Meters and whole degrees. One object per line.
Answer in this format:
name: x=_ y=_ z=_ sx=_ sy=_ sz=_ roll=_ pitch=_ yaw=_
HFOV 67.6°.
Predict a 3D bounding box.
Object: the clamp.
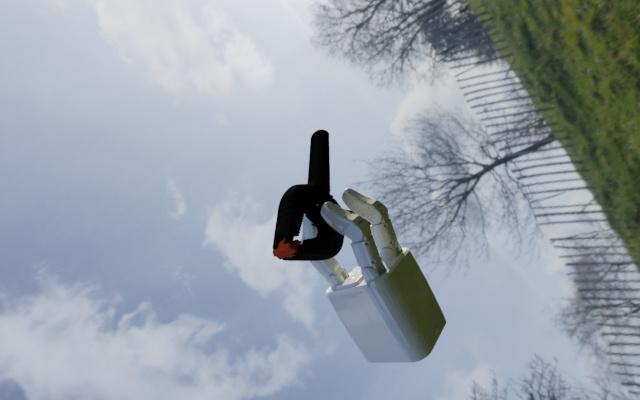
clamp: x=-0.001 y=0.003 z=0.580 sx=0.036 sy=0.164 sz=0.210 roll=-31 pitch=2 yaw=36
